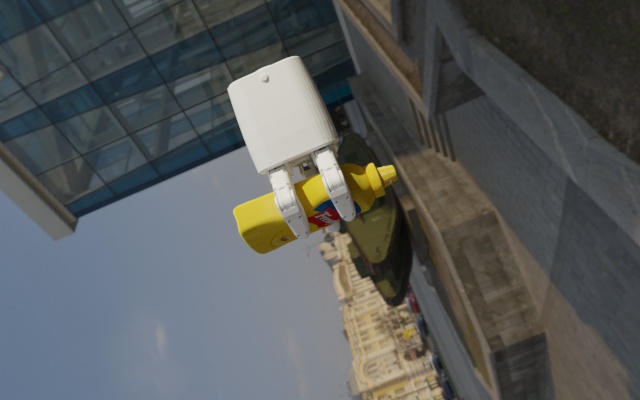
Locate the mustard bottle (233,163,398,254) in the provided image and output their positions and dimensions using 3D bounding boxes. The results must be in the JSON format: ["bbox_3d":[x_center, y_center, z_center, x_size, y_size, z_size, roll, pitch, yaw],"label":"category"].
[{"bbox_3d":[0.000,0.002,0.571,0.191,0.058,0.096,-23,-24,4],"label":"mustard bottle"}]
